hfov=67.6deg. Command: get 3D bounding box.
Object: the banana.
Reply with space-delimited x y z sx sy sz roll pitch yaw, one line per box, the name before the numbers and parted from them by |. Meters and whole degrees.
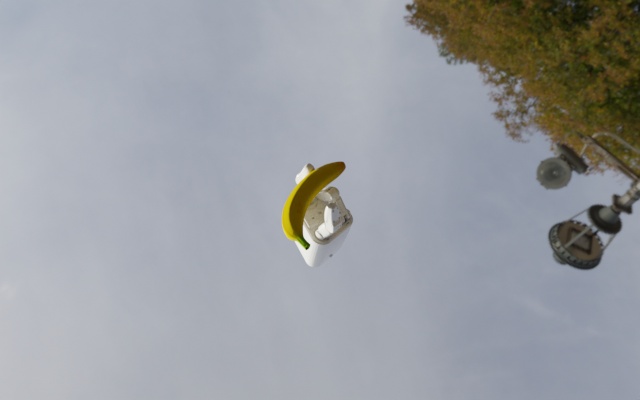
banana | -0.018 -0.002 0.809 0.069 0.197 0.037 22 -35 4
